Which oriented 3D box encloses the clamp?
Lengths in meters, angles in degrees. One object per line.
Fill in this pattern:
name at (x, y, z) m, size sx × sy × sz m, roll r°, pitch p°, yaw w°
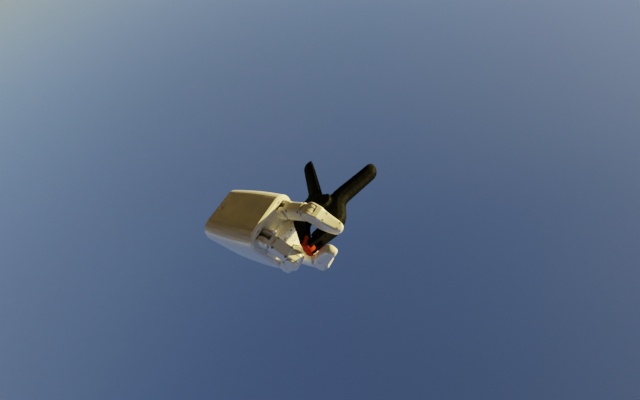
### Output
clamp at (0.000, 0.003, 0.720) m, size 0.120 × 0.171 × 0.039 m, roll 9°, pitch -37°, yaw 36°
